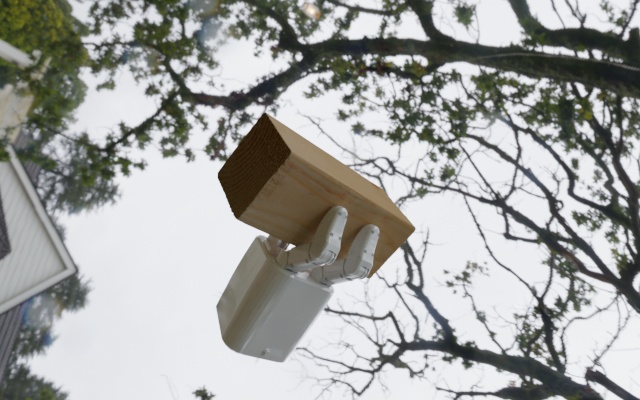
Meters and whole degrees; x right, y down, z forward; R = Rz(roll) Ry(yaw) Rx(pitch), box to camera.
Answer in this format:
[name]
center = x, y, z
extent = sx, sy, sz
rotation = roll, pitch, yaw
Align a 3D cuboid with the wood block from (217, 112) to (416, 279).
[wood block]
center = 0.000, 0.002, 0.541
extent = 0.206, 0.090, 0.090
rotation = 29, 17, -39
